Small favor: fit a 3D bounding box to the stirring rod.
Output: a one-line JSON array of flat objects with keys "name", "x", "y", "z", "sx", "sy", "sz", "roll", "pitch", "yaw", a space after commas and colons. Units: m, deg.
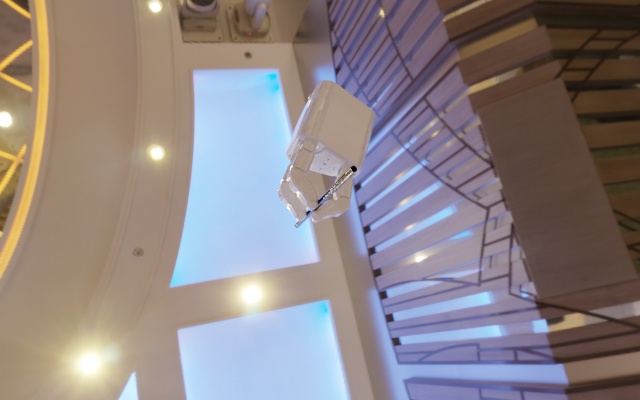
[{"name": "stirring rod", "x": 0.000, "y": 0.002, "z": 0.641, "sx": 0.011, "sy": 0.011, "sz": 0.239, "roll": 0, "pitch": -18, "yaw": -19}]
